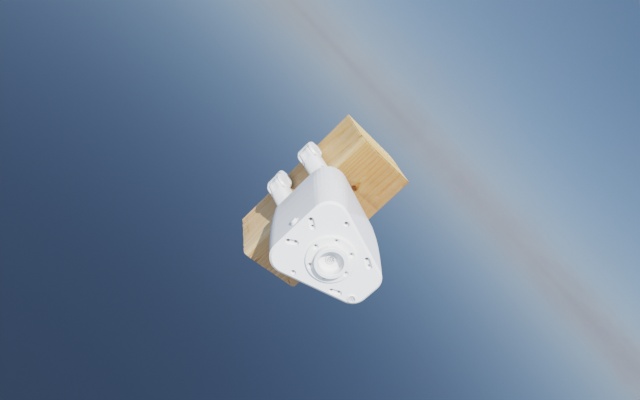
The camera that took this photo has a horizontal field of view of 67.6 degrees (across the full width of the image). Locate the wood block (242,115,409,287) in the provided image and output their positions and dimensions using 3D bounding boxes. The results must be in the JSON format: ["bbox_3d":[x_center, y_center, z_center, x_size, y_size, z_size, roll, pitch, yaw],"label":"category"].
[{"bbox_3d":[0.000,0.002,0.626,0.091,0.206,0.090,40,15,-27],"label":"wood block"}]
